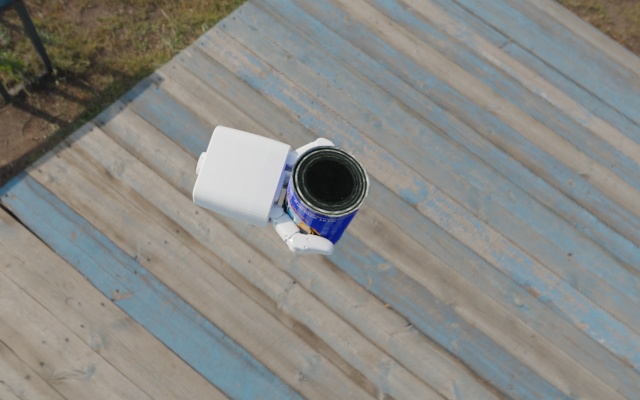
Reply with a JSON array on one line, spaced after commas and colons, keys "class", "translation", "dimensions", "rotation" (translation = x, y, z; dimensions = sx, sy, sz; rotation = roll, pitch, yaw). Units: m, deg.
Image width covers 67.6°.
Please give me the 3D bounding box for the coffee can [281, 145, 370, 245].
[{"class": "coffee can", "translation": [0.000, 0.002, 0.666], "dimensions": [0.103, 0.102, 0.140], "rotation": [0, -24, -12]}]
